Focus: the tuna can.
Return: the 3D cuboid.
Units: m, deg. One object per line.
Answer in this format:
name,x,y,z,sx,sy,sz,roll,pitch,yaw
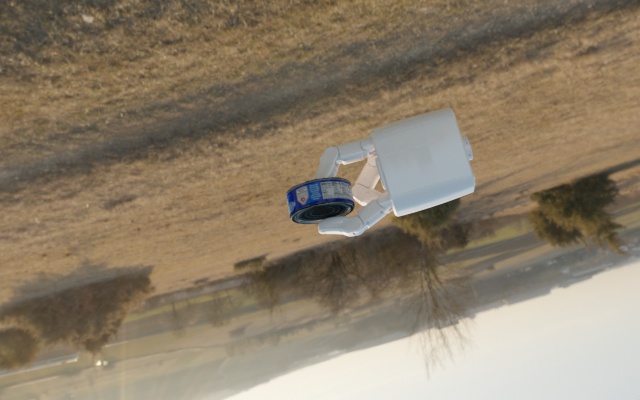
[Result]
tuna can,0.000,0.003,0.611,0.086,0.033,0.086,-10,-18,-3
